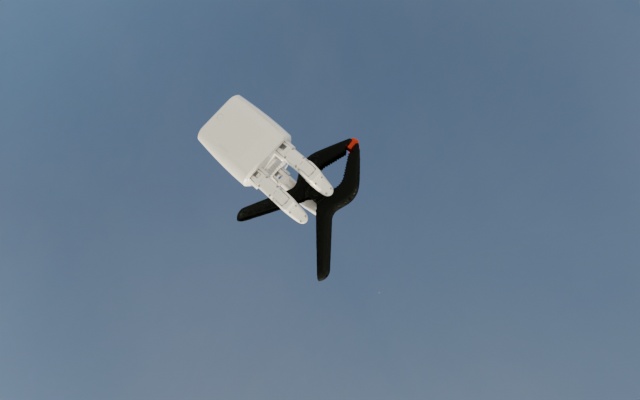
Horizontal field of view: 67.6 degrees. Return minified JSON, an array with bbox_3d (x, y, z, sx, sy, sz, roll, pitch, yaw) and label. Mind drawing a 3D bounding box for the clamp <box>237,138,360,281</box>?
[{"bbox_3d":[0.000,0.002,0.712,0.164,0.210,0.036,42,-3,11],"label":"clamp"}]
